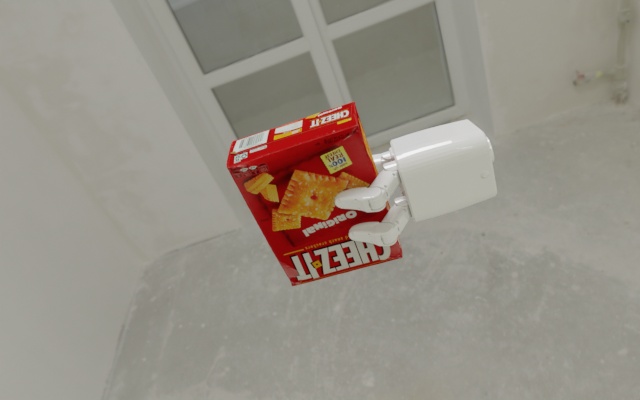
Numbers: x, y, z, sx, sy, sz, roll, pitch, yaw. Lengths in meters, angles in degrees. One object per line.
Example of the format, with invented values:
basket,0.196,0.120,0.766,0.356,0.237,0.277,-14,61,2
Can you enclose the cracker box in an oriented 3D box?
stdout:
cracker box,0.000,0.002,0.615,0.164,0.214,0.072,-16,34,11
